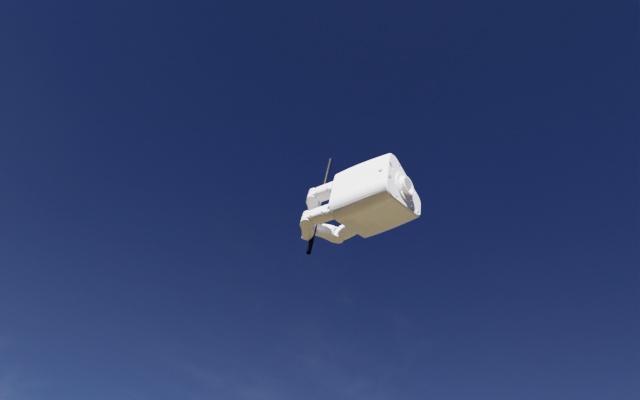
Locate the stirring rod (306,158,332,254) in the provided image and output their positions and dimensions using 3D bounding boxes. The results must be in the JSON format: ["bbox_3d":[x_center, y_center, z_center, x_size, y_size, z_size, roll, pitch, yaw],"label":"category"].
[{"bbox_3d":[0.000,0.003,0.879,0.011,0.239,0.011,7,-44,7],"label":"stirring rod"}]
